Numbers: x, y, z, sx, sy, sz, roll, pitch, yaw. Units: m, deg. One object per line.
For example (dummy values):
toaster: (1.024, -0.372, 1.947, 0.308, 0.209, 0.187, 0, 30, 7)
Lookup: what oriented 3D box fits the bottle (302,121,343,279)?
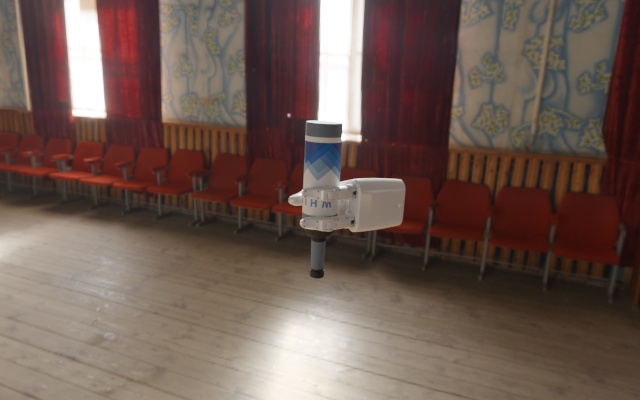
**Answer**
bottle: (0.000, 0.003, 0.888, 0.069, 0.296, 0.069, 3, 14, -1)
